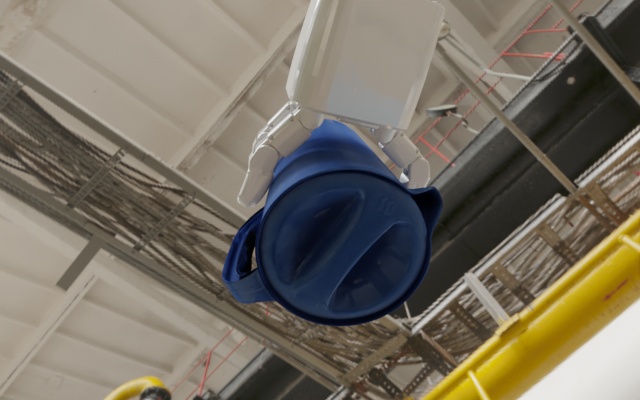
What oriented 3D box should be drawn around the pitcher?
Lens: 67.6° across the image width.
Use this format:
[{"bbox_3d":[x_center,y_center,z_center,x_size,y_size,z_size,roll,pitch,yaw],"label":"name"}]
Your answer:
[{"bbox_3d":[0.000,0.001,0.461,0.149,0.145,0.242,15,19,-10],"label":"pitcher"}]
